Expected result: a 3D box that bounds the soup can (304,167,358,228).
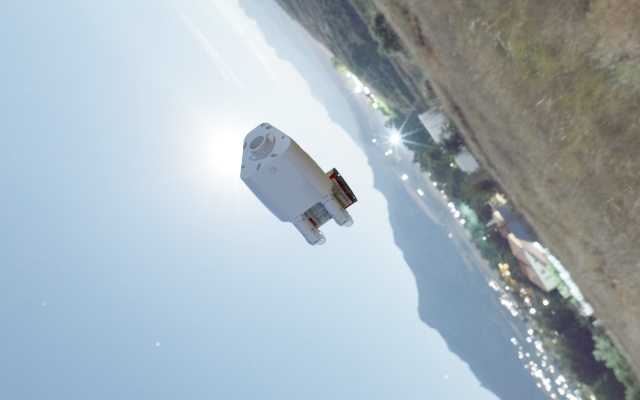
[{"bbox_3d":[0.000,0.003,0.774,0.102,0.068,0.068,-35,-6,8],"label":"soup can"}]
